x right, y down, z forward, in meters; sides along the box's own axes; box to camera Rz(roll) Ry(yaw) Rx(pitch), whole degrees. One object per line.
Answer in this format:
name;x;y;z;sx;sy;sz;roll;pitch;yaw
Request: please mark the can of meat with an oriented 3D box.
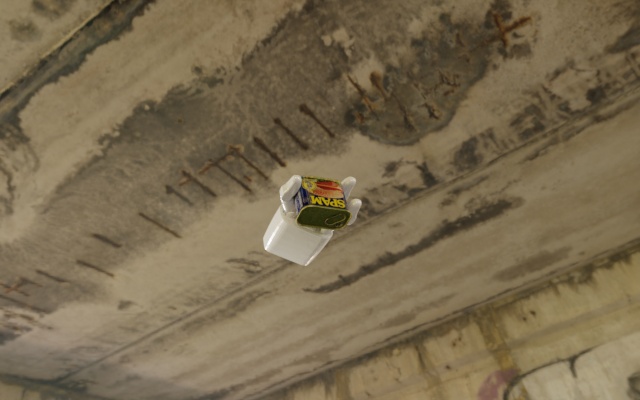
can of meat;0.000;0.003;0.899;0.102;0.083;0.057;8;-45;-23
